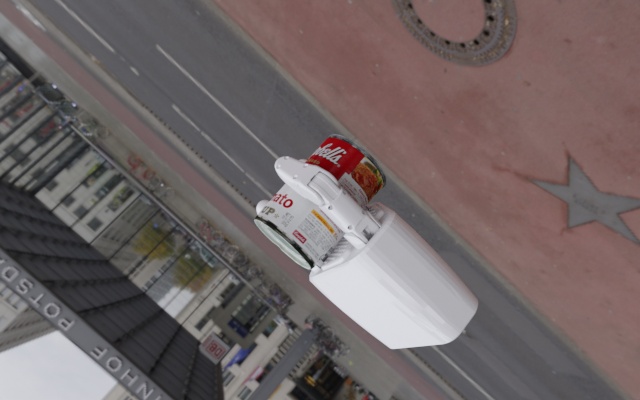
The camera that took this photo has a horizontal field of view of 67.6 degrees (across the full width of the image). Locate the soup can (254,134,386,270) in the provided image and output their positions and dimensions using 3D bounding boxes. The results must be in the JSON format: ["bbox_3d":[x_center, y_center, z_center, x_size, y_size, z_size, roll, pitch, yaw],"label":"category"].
[{"bbox_3d":[0.000,0.001,0.419,0.068,0.102,0.068,38,-15,12],"label":"soup can"}]
